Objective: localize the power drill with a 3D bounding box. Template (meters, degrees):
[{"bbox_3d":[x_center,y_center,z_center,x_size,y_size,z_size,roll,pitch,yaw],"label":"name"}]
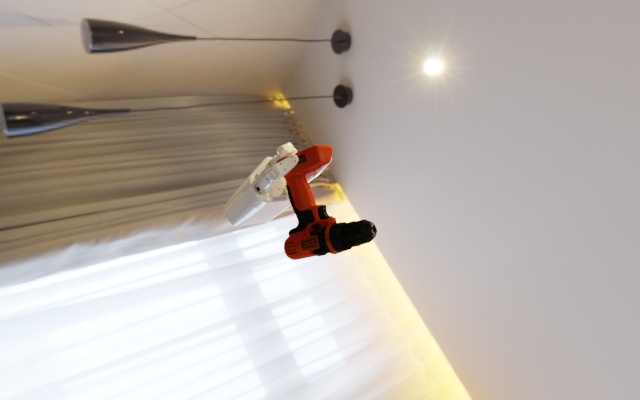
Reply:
[{"bbox_3d":[0.000,0.002,0.832,0.184,0.187,0.057,-16,-9,31],"label":"power drill"}]
